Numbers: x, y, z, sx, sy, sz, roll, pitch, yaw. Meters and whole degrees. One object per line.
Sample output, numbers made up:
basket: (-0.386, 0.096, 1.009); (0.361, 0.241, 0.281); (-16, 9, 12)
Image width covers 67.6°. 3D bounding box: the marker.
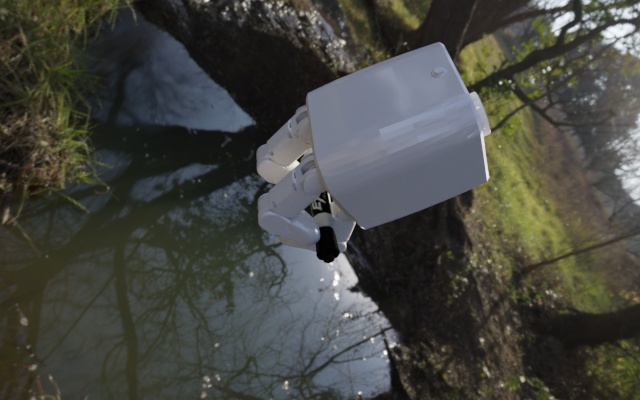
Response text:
marker: (0.000, 0.001, 0.411); (0.020, 0.121, 0.020); (-5, -41, -4)
